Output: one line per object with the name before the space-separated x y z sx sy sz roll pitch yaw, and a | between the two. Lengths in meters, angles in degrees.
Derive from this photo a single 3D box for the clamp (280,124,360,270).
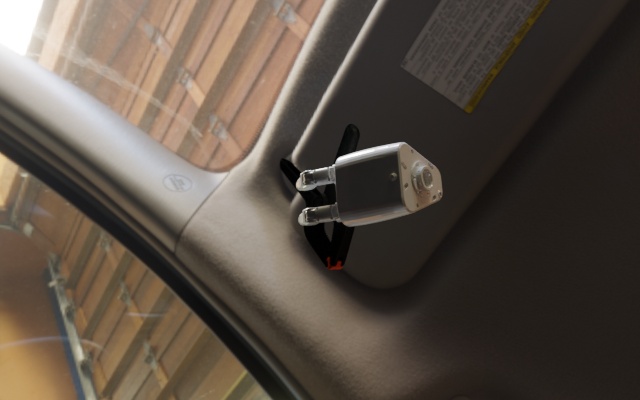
clamp | 0.001 0.003 0.739 0.164 0.210 0.036 -13 -13 43
